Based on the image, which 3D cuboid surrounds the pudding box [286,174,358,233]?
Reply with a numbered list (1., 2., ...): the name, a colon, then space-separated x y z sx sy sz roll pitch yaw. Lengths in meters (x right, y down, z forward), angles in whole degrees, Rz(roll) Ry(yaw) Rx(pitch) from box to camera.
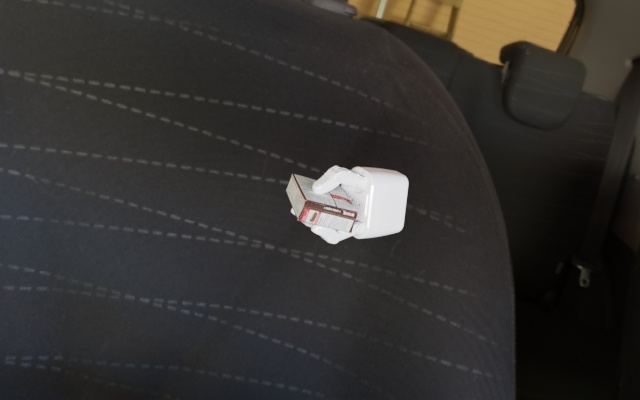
1. pudding box: 0.000 0.002 0.749 0.090 0.039 0.113 13 19 -19
